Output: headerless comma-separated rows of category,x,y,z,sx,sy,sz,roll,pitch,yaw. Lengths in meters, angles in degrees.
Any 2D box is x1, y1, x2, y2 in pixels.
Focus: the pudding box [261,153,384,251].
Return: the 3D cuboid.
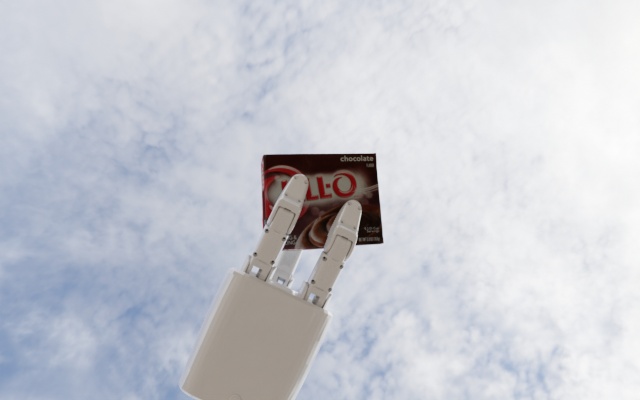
pudding box,0.000,0.002,0.462,0.113,0.090,0.039,-2,-9,-12
